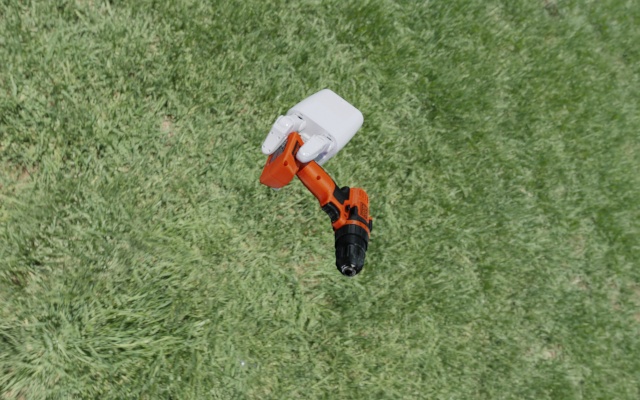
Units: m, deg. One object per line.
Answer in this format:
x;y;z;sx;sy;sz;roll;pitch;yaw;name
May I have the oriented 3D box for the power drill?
0.000;0.002;0.692;0.057;0.188;0.184;-36;23;25;power drill
